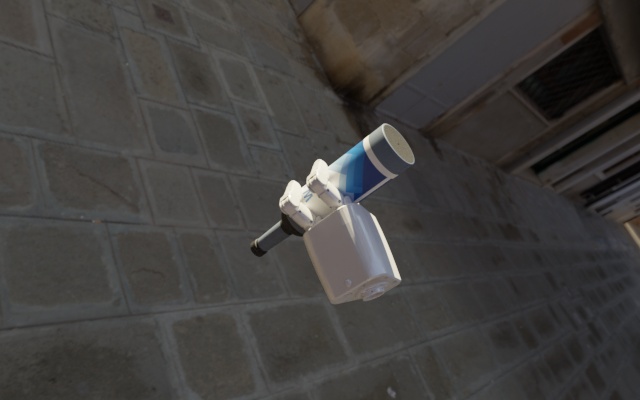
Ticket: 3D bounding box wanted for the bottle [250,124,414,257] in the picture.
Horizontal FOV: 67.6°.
[{"bbox_3d":[0.000,0.002,0.701,0.296,0.069,0.069,-37,-20,29],"label":"bottle"}]
